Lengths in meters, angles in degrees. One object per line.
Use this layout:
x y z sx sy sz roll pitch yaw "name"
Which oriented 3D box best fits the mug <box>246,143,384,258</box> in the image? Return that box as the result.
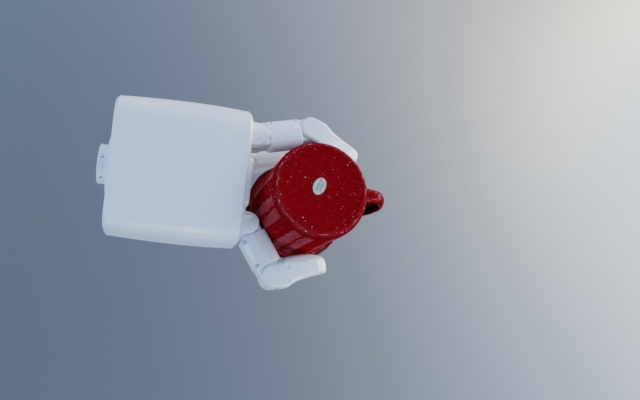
0.002 0.002 0.418 0.117 0.093 0.081 5 -16 -19 "mug"
